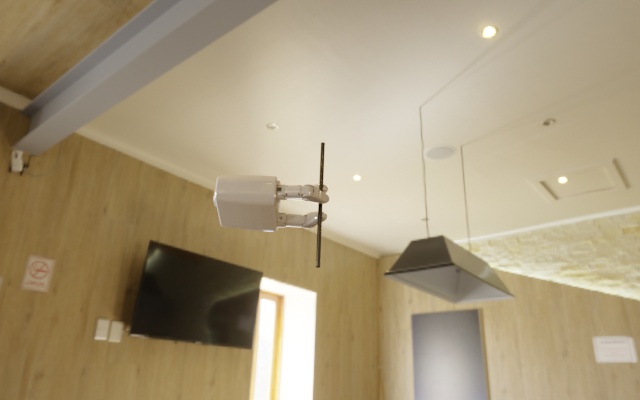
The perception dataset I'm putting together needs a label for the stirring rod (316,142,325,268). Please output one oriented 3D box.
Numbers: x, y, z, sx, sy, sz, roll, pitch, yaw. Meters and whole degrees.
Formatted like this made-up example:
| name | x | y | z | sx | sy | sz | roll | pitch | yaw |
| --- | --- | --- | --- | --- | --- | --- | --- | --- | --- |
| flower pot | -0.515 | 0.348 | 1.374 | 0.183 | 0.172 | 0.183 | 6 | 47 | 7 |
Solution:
| name | x | y | z | sx | sy | sz | roll | pitch | yaw |
| --- | --- | --- | --- | --- | --- | --- | --- | --- | --- |
| stirring rod | 0.000 | 0.003 | 0.865 | 0.011 | 0.239 | 0.011 | 2 | -21 | 1 |
